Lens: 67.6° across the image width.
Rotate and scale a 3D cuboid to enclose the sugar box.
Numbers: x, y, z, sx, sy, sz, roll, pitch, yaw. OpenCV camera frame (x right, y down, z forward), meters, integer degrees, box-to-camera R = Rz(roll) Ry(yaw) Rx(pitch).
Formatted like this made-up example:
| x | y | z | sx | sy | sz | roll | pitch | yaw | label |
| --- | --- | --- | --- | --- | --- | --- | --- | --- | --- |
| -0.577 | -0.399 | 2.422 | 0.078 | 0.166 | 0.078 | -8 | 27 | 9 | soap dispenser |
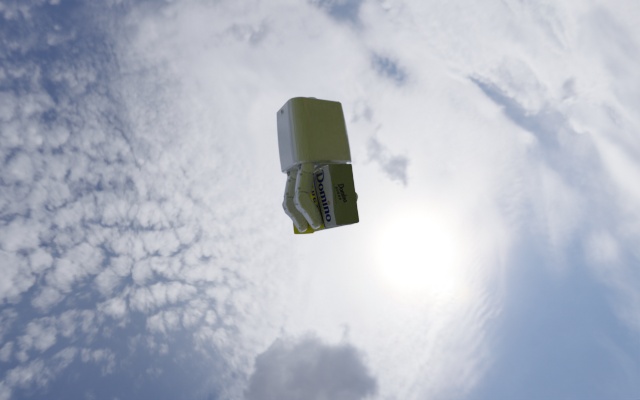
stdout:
| x | y | z | sx | sy | sz | roll | pitch | yaw | label |
| --- | --- | --- | --- | --- | --- | --- | --- | --- | --- |
| 0.000 | 0.002 | 0.779 | 0.048 | 0.093 | 0.176 | -5 | -7 | -22 | sugar box |
